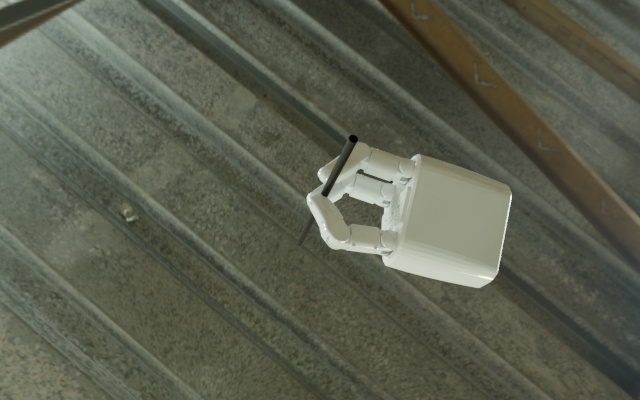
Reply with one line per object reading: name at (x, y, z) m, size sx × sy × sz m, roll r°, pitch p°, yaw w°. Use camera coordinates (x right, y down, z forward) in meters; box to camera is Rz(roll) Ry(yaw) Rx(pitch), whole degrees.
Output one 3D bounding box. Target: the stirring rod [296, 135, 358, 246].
stirring rod at (0.000, 0.002, 0.496) m, size 0.011 × 0.011 × 0.240 m, roll 0°, pitch -26°, yaw -14°
